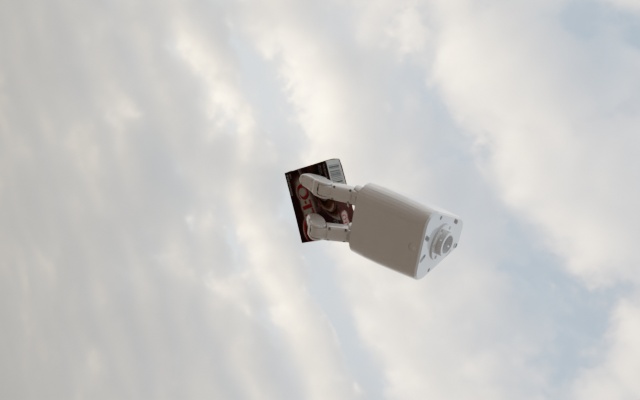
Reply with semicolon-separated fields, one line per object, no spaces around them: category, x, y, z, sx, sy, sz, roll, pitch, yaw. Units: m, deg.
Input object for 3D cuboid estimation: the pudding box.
pudding box;0.000;0.002;0.699;0.090;0.113;0.039;-13;0;44
